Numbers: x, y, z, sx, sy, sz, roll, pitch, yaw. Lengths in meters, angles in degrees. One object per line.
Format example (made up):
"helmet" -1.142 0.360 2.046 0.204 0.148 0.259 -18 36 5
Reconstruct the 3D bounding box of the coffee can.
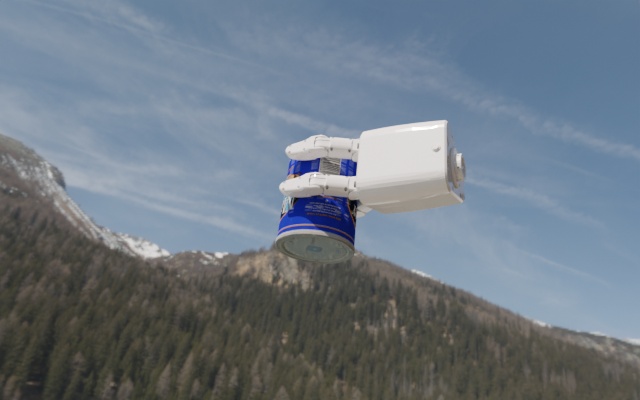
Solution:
"coffee can" 0.000 0.002 0.644 0.103 0.140 0.103 6 -26 3
